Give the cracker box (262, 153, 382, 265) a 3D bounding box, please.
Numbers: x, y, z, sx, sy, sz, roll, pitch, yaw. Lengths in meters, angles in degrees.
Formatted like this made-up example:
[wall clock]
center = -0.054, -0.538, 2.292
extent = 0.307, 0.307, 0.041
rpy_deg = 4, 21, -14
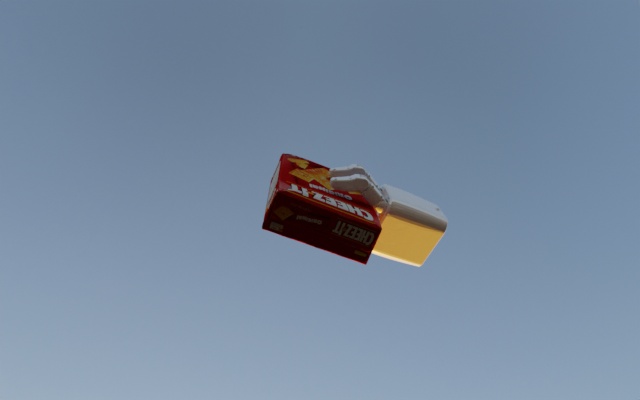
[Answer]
[cracker box]
center = 0.000, 0.003, 0.770
extent = 0.164, 0.072, 0.213
rpy_deg = 20, 18, -9
